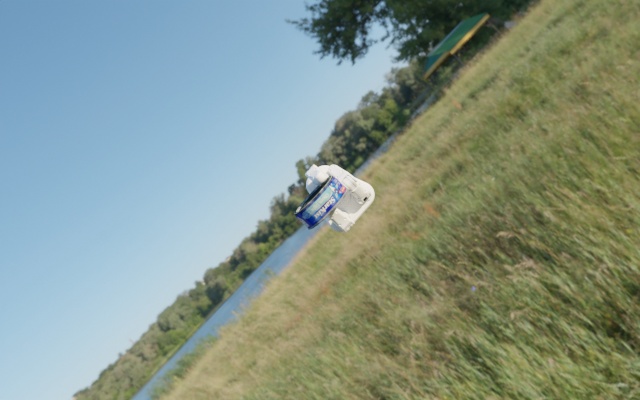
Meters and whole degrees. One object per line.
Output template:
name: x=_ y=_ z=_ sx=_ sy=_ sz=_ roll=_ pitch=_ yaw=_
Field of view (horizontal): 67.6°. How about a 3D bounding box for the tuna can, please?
tuna can: x=0.000 y=0.002 z=0.728 sx=0.034 sy=0.086 sz=0.086 roll=44 pitch=-7 yaw=-7
